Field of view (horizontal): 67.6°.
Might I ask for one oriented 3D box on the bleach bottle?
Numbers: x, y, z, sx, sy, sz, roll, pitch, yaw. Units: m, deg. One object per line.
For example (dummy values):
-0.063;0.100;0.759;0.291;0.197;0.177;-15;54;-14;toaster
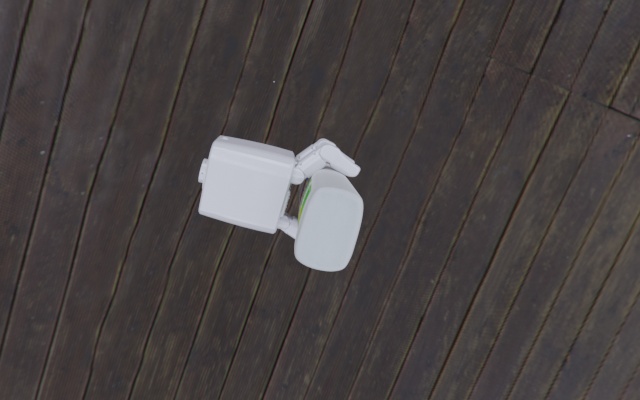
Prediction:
0.000;0.002;0.651;0.068;0.102;0.250;14;12;-8;bleach bottle
